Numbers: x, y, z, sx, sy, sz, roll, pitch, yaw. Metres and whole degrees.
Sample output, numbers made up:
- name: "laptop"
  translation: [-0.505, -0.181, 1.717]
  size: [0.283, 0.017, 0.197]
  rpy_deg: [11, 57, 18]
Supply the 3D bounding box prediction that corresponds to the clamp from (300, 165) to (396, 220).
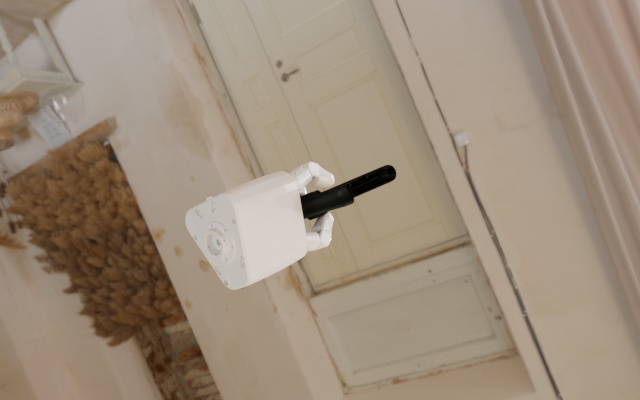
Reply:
- name: "clamp"
  translation: [0.000, 0.003, 0.671]
  size: [0.210, 0.036, 0.164]
  rpy_deg: [-21, 1, 38]
